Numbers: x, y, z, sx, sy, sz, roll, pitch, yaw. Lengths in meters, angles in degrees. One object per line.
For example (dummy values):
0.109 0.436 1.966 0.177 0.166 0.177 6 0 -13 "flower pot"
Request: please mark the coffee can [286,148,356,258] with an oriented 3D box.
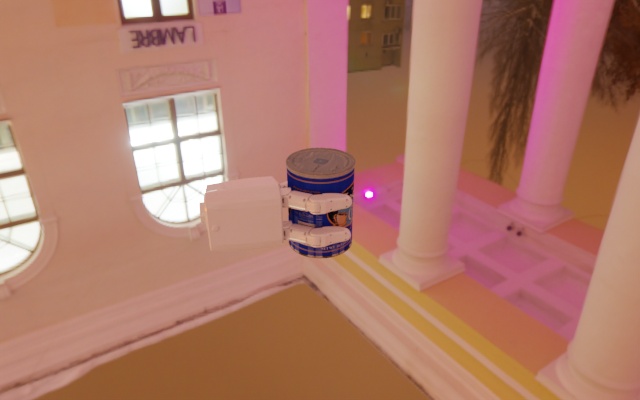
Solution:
0.000 0.002 0.733 0.103 0.140 0.102 0 28 0 "coffee can"
